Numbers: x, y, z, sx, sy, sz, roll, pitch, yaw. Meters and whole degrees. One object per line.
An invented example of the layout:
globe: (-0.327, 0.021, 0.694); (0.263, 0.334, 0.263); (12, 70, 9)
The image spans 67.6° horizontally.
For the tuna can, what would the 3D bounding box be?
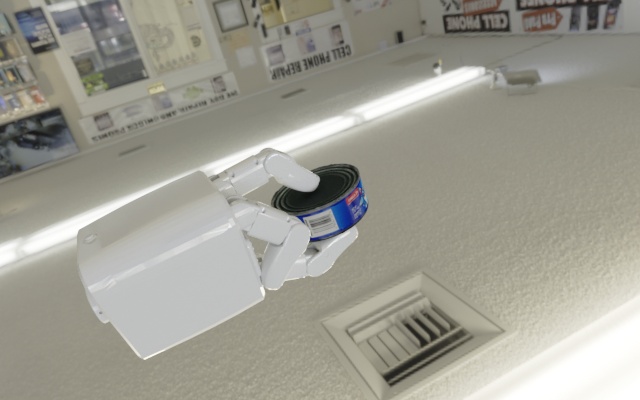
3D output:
tuna can: (0.000, 0.002, 0.440); (0.086, 0.034, 0.086); (-18, 26, 9)
